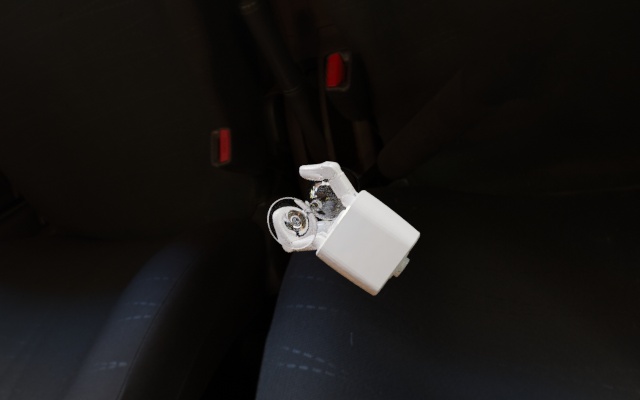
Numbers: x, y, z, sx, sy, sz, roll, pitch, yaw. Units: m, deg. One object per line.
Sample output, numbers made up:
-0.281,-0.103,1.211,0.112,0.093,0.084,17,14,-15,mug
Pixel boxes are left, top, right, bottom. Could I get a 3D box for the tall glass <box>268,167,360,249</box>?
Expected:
0.000,0.002,0.724,0.079,0.079,0.201,0,17,23,tall glass
